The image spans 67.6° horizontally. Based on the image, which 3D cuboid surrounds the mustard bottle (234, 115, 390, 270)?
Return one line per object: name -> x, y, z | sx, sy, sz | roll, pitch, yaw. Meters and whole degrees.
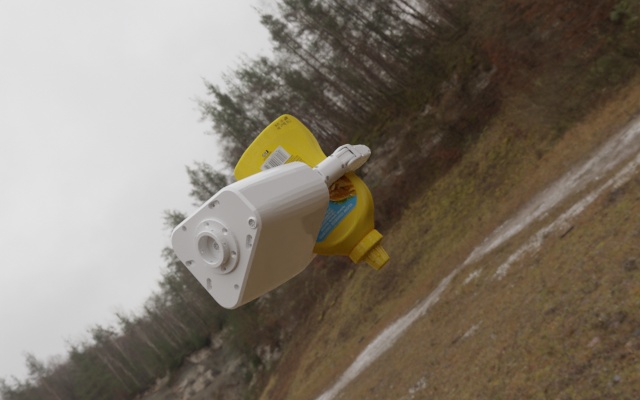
mustard bottle -> 0.000, 0.001, 0.520 | 0.191, 0.096, 0.058 | 45, 7, 13
